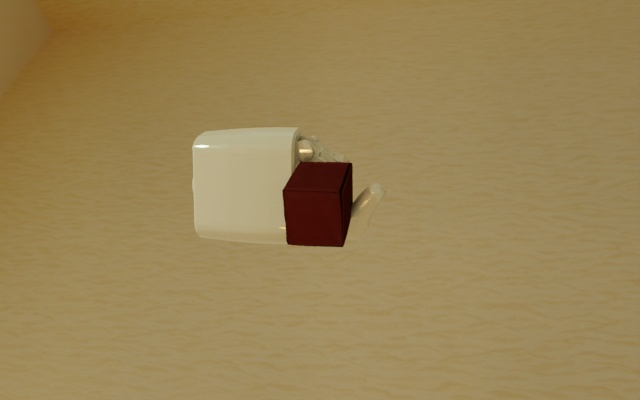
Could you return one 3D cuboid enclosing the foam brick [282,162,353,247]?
[{"bbox_3d":[0.000,0.001,0.431,0.051,0.053,0.078,2,23,9],"label":"foam brick"}]
